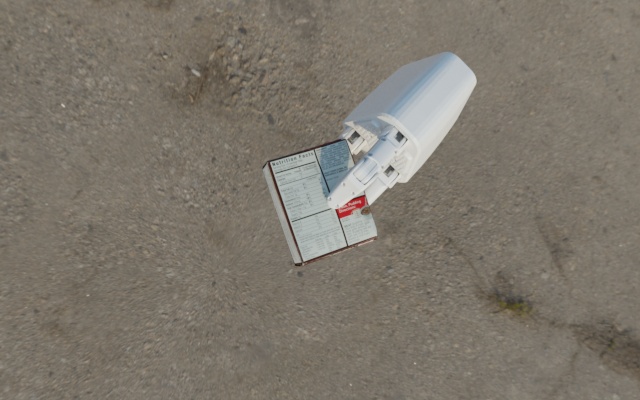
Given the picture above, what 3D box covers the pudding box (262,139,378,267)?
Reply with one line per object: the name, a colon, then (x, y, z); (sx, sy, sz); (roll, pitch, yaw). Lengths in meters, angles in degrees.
pudding box: (0.000, 0.002, 0.495); (0.090, 0.113, 0.039); (-18, -5, -15)
